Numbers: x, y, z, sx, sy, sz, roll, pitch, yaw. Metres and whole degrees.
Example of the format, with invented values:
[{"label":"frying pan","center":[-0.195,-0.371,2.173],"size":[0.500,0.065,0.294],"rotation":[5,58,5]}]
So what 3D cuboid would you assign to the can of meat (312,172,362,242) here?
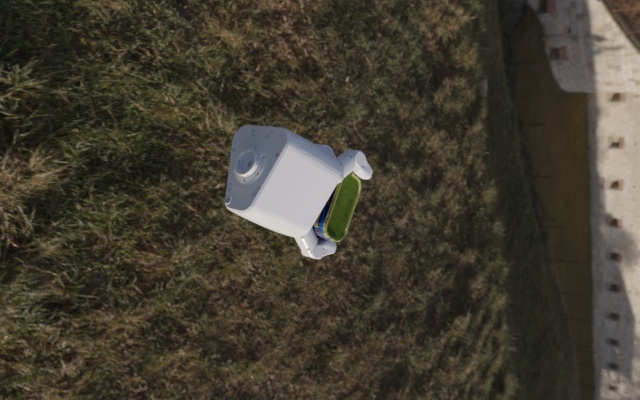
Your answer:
[{"label":"can of meat","center":[0.000,0.002,0.664],"size":[0.084,0.102,0.057],"rotation":[11,-14,38]}]
